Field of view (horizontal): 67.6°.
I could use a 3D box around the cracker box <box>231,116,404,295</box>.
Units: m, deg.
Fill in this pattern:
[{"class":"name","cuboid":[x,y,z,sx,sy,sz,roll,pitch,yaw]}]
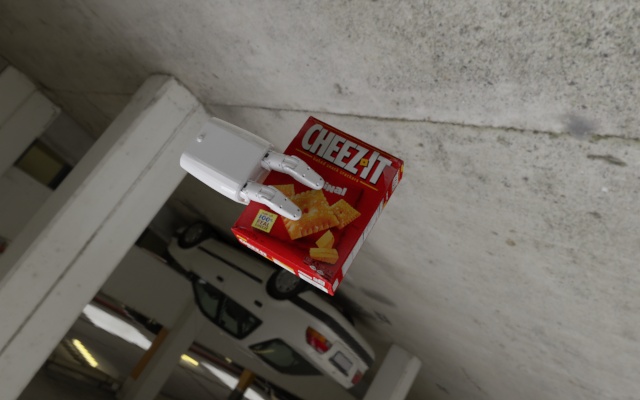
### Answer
[{"class":"cracker box","cuboid":[0.000,0.002,0.697,0.164,0.213,0.072,28,-17,14]}]
